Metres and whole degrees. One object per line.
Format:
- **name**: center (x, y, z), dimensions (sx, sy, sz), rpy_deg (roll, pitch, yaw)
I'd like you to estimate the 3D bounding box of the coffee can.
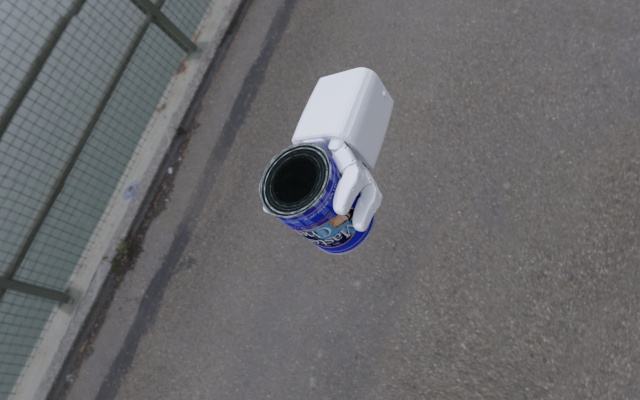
- **coffee can**: center (0.000, 0.002, 0.635), dimensions (0.103, 0.102, 0.140), rpy_deg (0, -24, 31)
